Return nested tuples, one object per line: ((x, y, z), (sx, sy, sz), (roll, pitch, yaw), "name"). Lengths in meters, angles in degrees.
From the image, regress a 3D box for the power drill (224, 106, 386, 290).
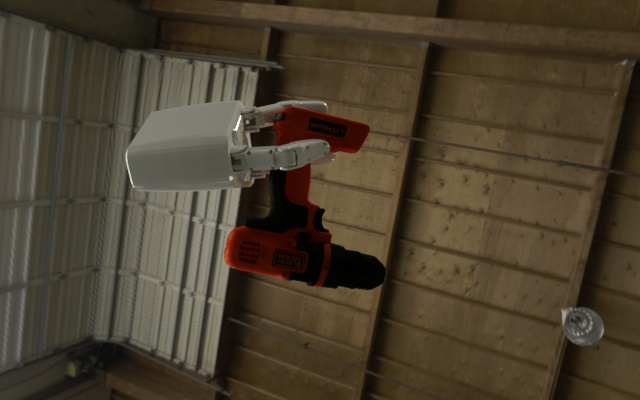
((0.000, 0.001, 0.531), (0.184, 0.187, 0.057), (12, -3, -15), "power drill")
